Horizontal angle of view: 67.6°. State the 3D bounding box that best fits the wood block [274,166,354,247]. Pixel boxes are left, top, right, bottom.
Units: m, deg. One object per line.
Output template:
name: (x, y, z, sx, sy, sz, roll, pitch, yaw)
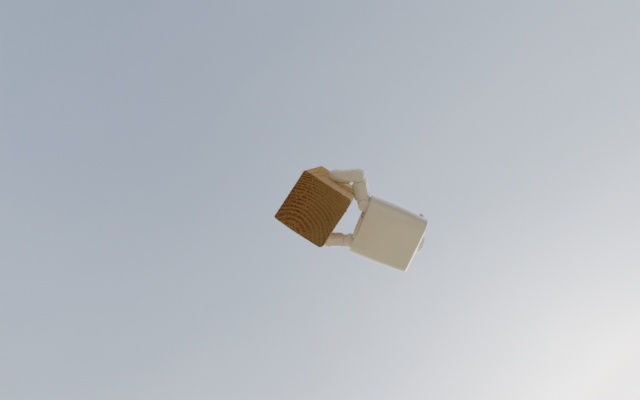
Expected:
wood block: (0.000, 0.003, 0.826, 0.090, 0.091, 0.206, 33, 9, 3)
